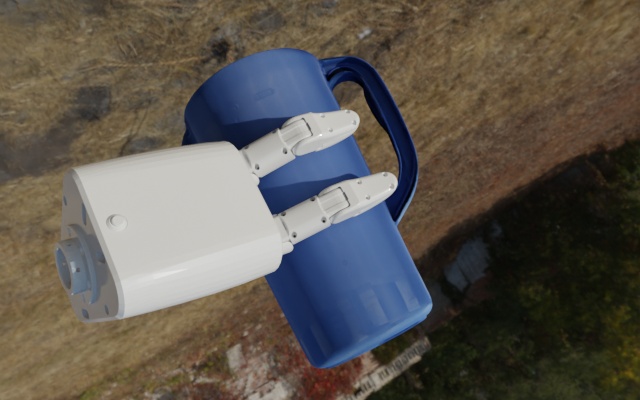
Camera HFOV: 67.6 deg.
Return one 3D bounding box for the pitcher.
[{"bbox_3d":[0.000,0.001,0.402,0.145,0.242,0.149,-15,-19,-41],"label":"pitcher"}]
